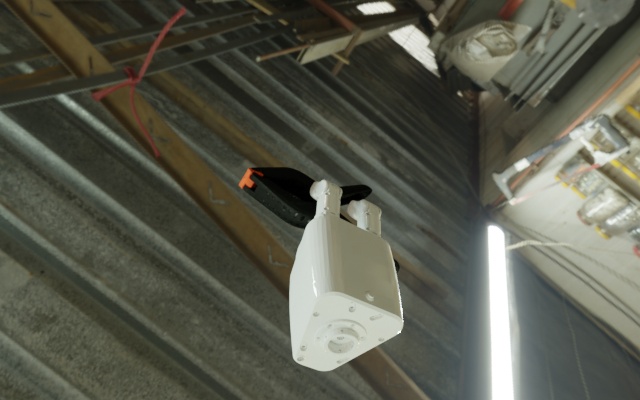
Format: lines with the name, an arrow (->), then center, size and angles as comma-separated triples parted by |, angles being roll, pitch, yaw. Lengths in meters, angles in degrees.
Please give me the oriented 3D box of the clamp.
clamp -> -0.001, 0.002, 0.604 | 0.210, 0.036, 0.164 | 25, 30, -19
